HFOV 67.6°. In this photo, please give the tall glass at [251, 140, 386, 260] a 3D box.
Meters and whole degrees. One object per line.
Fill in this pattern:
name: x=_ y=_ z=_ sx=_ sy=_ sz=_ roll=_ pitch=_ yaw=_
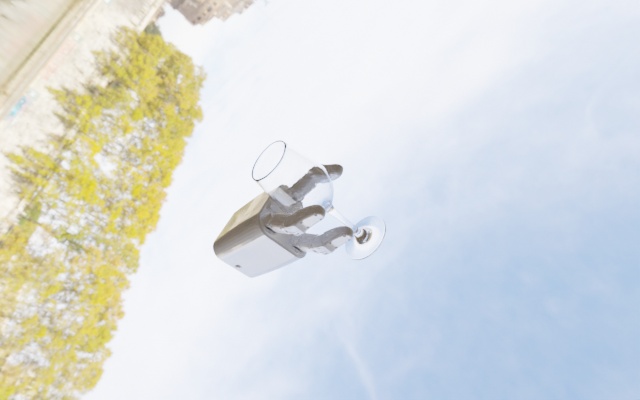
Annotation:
tall glass: x=0.001 y=0.002 z=0.650 sx=0.201 sy=0.079 sz=0.079 roll=39 pitch=-23 yaw=-32
